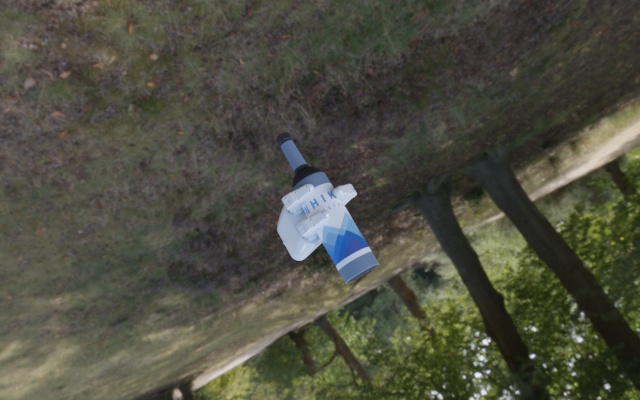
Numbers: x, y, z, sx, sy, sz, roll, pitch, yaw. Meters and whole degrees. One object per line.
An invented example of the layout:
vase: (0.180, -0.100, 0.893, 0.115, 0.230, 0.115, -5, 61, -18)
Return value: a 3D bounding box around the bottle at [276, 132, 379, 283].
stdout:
bottle: (0.000, 0.003, 0.854, 0.069, 0.295, 0.069, -28, -15, -8)
